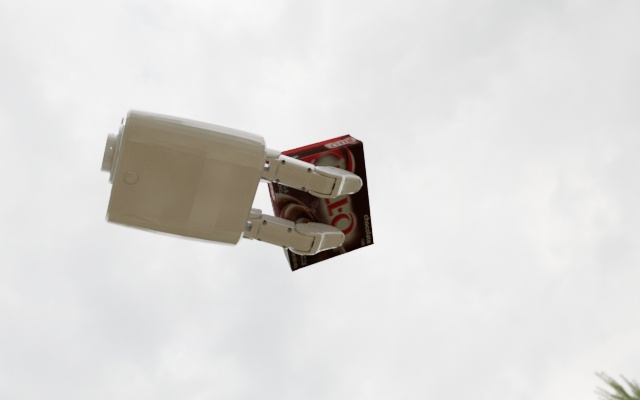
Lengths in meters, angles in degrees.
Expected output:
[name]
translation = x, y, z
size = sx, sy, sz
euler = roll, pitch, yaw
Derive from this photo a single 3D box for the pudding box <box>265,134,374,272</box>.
[pudding box]
translation = 0.000, 0.001, 0.457
size = 0.090, 0.113, 0.039
euler = -16, 29, -14
